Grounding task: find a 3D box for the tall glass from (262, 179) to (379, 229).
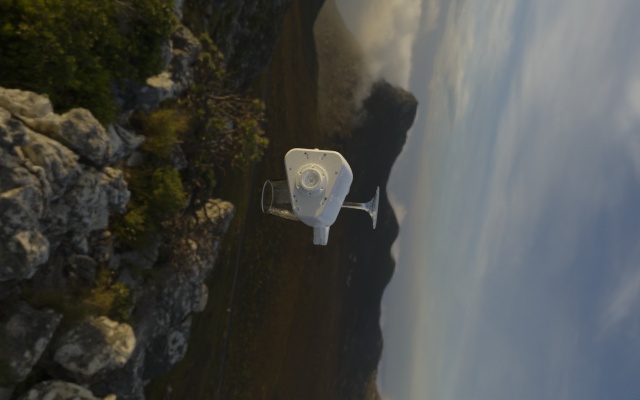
[{"bbox_3d":[0.001,0.003,0.848,0.201,0.079,0.079,6,1,10],"label":"tall glass"}]
